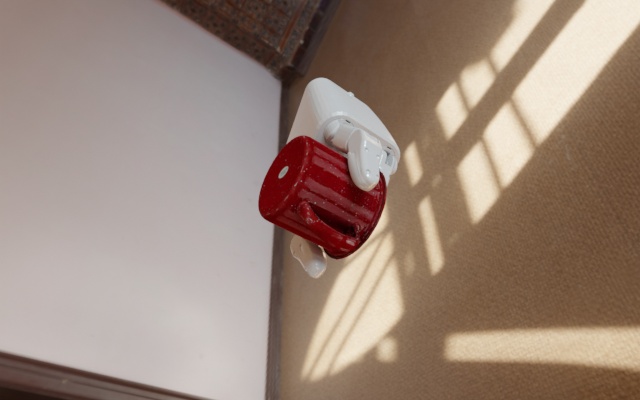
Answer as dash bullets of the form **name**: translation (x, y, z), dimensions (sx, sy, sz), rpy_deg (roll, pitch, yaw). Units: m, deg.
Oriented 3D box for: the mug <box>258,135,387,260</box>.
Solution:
- **mug**: translation (0.000, 0.002, 0.415), dimensions (0.081, 0.093, 0.117), rpy_deg (27, 25, -26)
